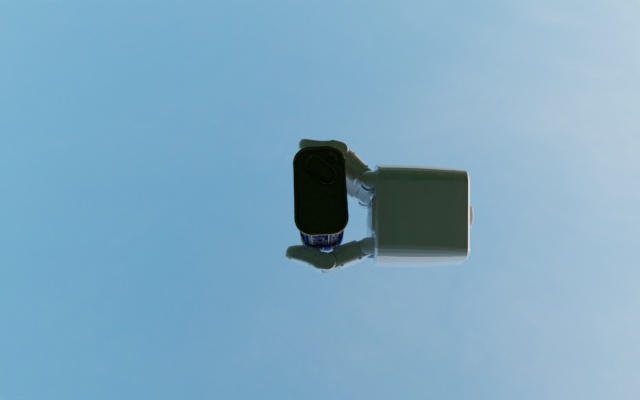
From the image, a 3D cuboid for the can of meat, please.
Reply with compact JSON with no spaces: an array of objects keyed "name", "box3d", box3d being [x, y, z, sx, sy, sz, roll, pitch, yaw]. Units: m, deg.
[{"name":"can of meat","box3d":[0.000,0.002,0.547,0.057,0.102,0.084,-3,-20,0]}]
